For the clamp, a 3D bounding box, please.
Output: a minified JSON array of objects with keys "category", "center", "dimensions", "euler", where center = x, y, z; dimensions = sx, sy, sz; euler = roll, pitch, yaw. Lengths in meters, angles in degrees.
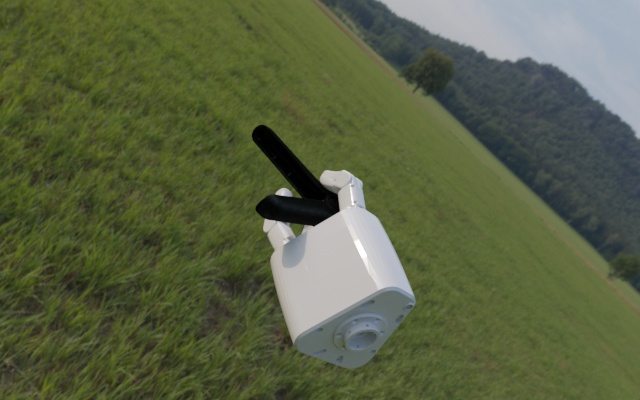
[{"category":"clamp","center":[0.001,0.002,0.553],"dimensions":[0.036,0.164,0.210],"euler":[-42,-52,20]}]
